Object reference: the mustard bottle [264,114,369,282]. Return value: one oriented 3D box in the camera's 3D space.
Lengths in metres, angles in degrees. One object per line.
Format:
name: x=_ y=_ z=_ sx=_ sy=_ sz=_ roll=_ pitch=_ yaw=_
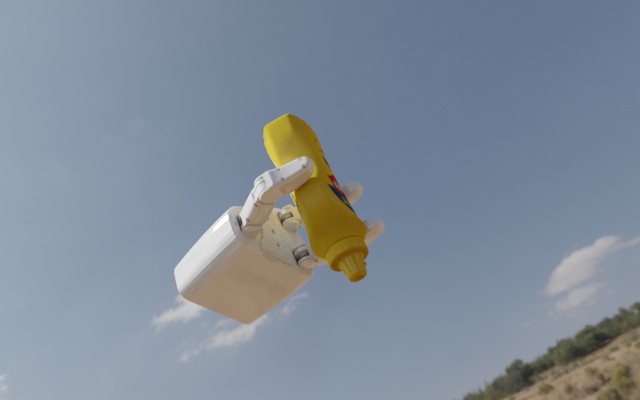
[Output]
mustard bottle: x=0.000 y=0.001 z=0.496 sx=0.058 sy=0.191 sz=0.096 roll=-28 pitch=-35 yaw=3
